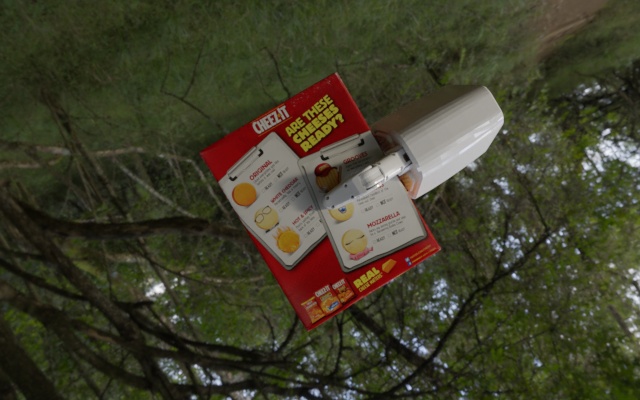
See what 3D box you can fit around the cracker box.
[{"bbox_3d":[0.000,0.002,0.513,0.164,0.213,0.072,-31,1,-4],"label":"cracker box"}]
